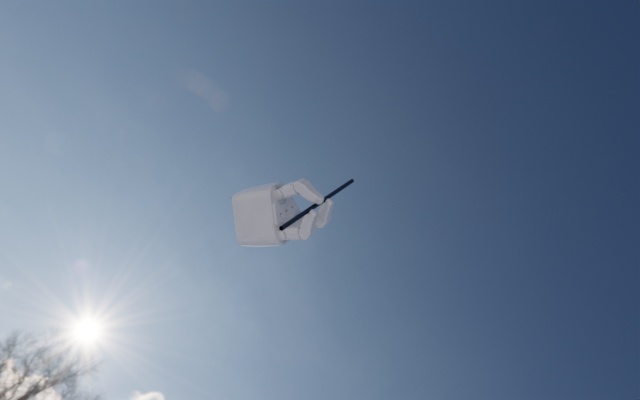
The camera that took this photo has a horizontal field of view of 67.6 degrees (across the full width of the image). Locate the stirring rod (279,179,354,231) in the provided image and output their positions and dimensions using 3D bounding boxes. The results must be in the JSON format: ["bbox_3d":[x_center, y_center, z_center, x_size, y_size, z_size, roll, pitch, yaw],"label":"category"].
[{"bbox_3d":[0.000,0.003,0.854,0.011,0.011,0.239,0,20,34],"label":"stirring rod"}]
